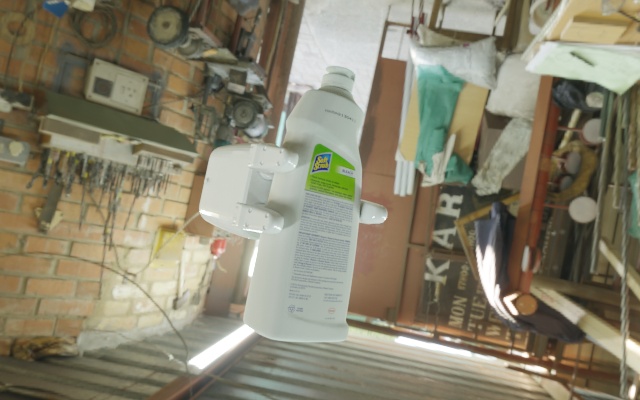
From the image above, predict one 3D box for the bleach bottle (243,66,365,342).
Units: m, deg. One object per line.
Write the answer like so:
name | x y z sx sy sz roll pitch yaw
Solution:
bleach bottle | 0.000 0.002 0.454 0.102 0.251 0.068 14 -3 -39
